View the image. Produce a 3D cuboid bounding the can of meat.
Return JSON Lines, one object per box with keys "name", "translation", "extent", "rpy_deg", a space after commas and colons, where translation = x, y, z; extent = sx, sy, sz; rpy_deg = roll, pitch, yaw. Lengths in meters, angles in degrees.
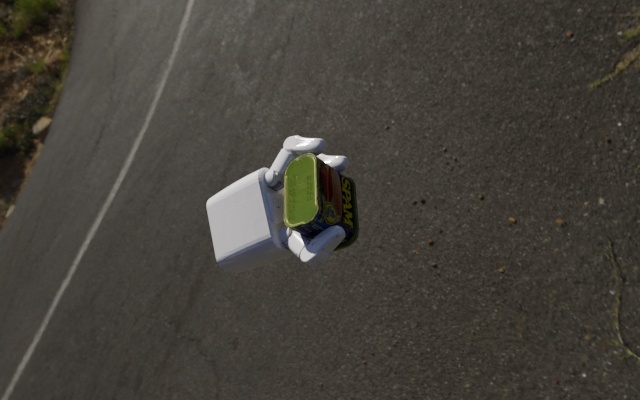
{"name": "can of meat", "translation": [0.000, 0.002, 0.597], "extent": [0.057, 0.102, 0.084], "rpy_deg": [-21, -34, 31]}
